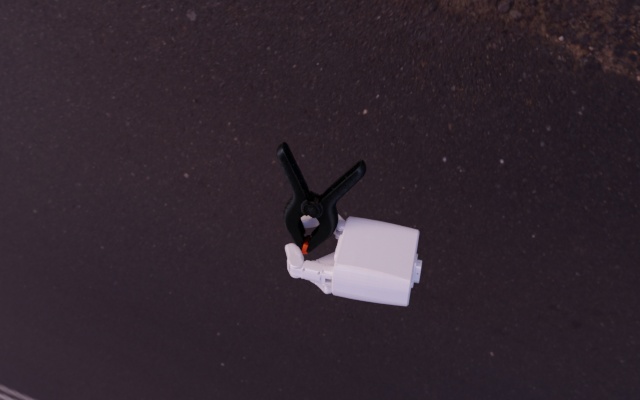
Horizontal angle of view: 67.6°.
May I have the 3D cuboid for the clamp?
[{"bbox_3d":[0.000,0.003,0.666,0.120,0.172,0.039,9,35,13],"label":"clamp"}]
